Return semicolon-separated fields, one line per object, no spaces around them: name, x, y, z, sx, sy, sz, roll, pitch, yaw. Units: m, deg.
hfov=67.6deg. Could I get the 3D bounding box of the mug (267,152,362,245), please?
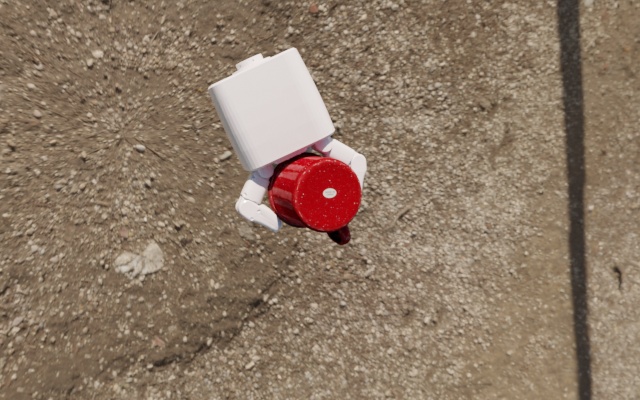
mug;0.001;0.003;0.547;0.093;0.117;0.081;-31;16;-16
